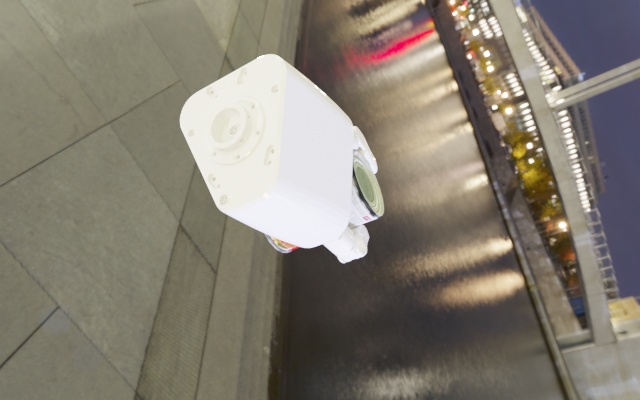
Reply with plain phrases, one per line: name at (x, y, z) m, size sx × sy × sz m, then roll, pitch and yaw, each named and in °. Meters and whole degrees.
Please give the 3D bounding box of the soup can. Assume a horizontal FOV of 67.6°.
soup can at (0.001, 0.002, 0.452) m, size 0.102 × 0.068 × 0.068 m, roll -22°, pitch -8°, yaw 21°
